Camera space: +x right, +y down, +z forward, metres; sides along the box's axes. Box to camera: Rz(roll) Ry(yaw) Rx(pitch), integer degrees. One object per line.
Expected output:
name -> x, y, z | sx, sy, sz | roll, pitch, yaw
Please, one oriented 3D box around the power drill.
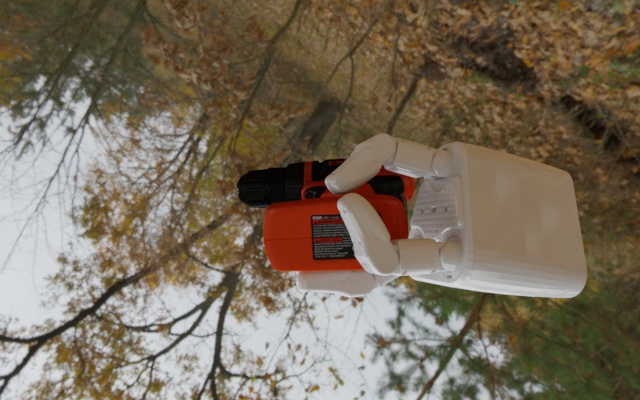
power drill -> 0.000, 0.002, 0.430 | 0.184, 0.057, 0.187 | -4, 17, 4
